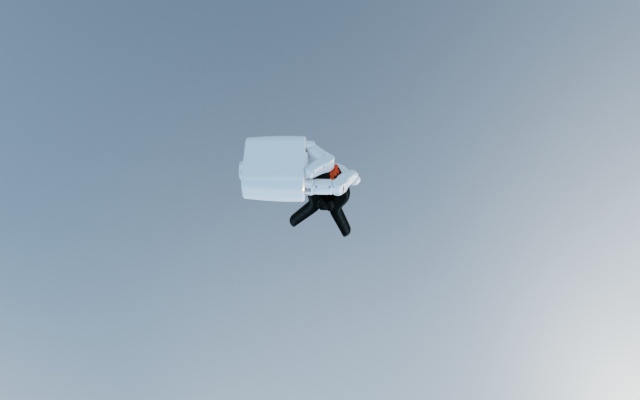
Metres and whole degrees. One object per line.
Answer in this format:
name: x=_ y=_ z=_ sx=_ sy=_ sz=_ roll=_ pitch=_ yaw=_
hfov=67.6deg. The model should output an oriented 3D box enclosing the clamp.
clamp: x=0.000 y=0.003 z=0.887 sx=0.120 sy=0.172 sz=0.039 roll=1 pitch=43 yaw=0
